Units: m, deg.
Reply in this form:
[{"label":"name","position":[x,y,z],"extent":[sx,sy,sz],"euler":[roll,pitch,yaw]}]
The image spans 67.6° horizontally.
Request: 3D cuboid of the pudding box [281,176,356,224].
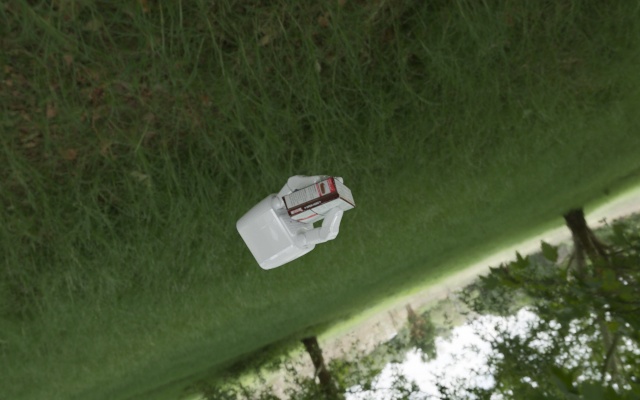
[{"label":"pudding box","position":[0.000,0.003,0.774],"extent":[0.090,0.039,0.113],"euler":[-22,-12,12]}]
